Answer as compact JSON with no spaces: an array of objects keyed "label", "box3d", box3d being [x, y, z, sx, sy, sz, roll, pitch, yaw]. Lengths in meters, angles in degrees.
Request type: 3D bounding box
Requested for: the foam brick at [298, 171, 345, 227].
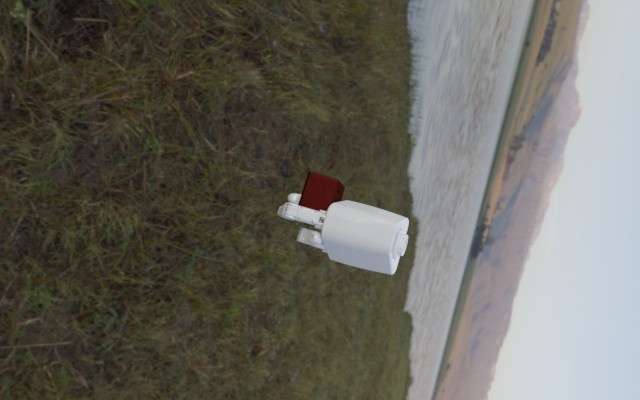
[{"label":"foam brick","box3d":[0.000,0.002,0.751,0.051,0.078,0.053,14,-9,19]}]
